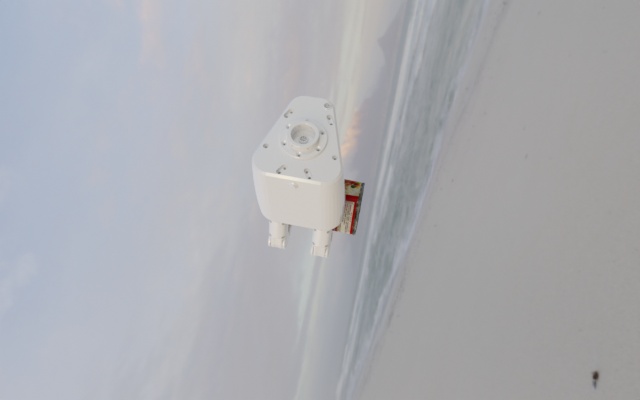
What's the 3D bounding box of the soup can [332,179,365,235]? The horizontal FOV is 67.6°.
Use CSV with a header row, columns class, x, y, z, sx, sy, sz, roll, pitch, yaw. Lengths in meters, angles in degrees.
class,x,y,z,sx,sy,sz,roll,pitch,yaw
soup can,0.000,0.002,0.606,0.102,0.068,0.068,10,1,6
